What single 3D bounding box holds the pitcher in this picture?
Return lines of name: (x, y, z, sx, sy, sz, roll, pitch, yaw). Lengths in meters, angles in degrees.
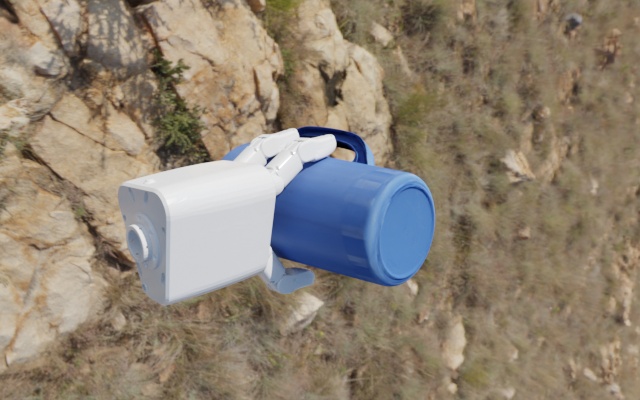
pitcher: (0.000, 0.002, 0.522, 0.243, 0.149, 0.145, 12, 20, 44)
